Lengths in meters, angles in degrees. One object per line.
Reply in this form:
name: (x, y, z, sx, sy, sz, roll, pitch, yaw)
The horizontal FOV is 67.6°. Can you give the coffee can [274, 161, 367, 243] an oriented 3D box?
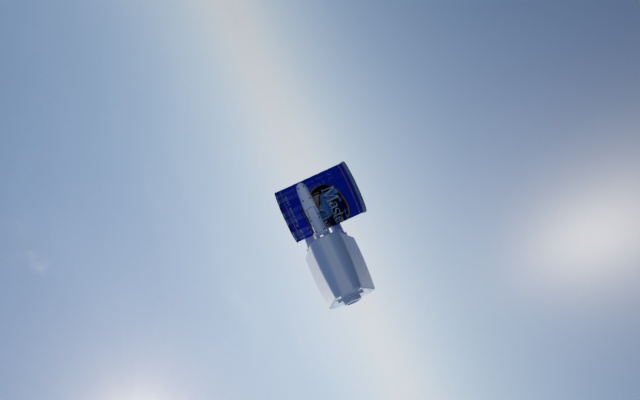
coffee can: (0.000, 0.003, 0.875, 0.140, 0.103, 0.103, -24, 0, 0)
